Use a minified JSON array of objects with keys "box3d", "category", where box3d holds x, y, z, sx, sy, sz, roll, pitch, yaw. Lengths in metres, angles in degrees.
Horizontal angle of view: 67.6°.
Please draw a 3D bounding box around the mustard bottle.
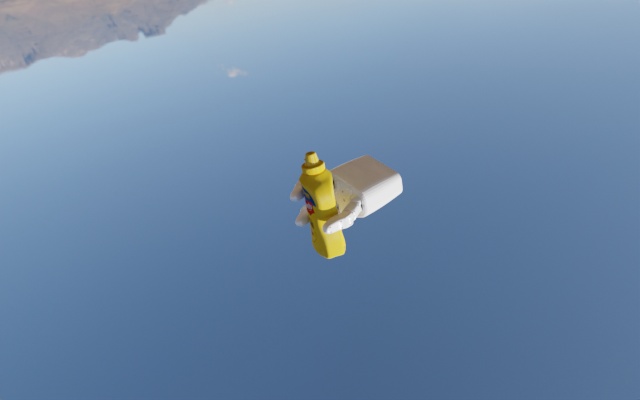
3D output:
[{"box3d":[0.000,0.003,0.861,0.058,0.192,0.096,-16,26,-9],"category":"mustard bottle"}]
